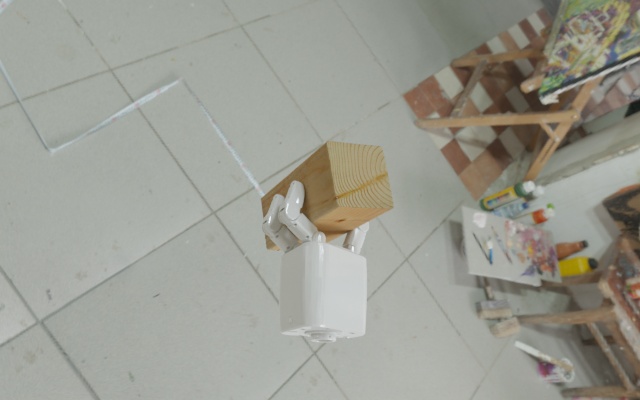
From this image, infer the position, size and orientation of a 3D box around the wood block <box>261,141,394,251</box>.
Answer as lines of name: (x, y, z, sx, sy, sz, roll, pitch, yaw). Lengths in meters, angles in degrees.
wood block: (0.000, 0.003, 0.682, 0.091, 0.090, 0.206, 2, -21, -31)
